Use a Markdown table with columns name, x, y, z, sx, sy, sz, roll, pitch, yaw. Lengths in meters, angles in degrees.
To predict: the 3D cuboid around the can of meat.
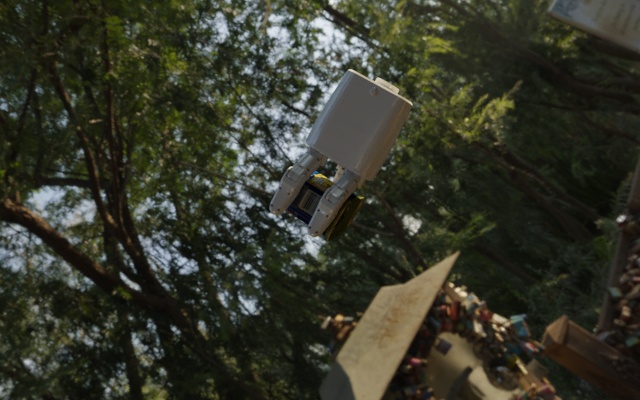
| name | x | y | z | sx | sy | sz | roll | pitch | yaw |
| --- | --- | --- | --- | --- | --- | --- | --- | --- | --- |
| can of meat | 0.000 | 0.002 | 0.624 | 0.084 | 0.057 | 0.102 | 32 | 14 | 13 |
